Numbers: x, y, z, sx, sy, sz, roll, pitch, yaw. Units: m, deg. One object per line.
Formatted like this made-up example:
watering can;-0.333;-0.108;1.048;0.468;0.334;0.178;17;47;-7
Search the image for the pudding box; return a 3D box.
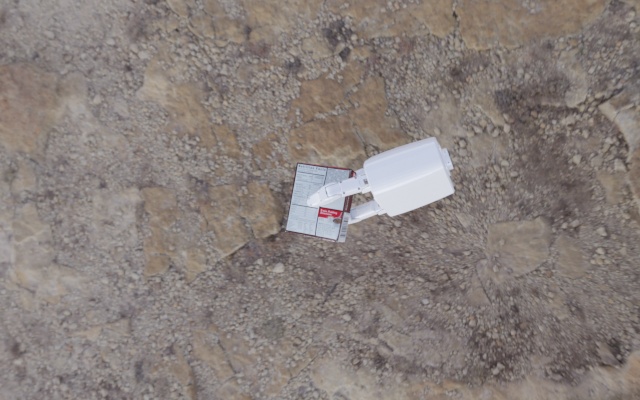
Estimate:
pudding box;0.000;0.002;0.734;0.090;0.113;0.039;10;-3;20
